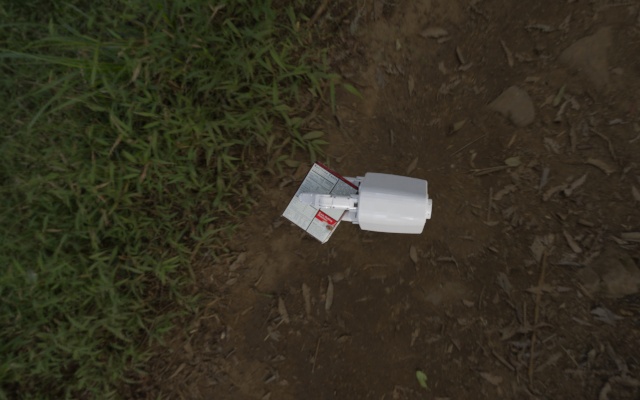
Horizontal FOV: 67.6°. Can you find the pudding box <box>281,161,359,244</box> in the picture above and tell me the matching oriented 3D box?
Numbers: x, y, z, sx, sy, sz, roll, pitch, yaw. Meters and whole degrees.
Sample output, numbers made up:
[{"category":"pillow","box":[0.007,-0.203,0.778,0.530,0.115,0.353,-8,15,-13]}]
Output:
[{"category":"pudding box","box":[0.000,0.003,0.804,0.090,0.113,0.039,34,9,6]}]
